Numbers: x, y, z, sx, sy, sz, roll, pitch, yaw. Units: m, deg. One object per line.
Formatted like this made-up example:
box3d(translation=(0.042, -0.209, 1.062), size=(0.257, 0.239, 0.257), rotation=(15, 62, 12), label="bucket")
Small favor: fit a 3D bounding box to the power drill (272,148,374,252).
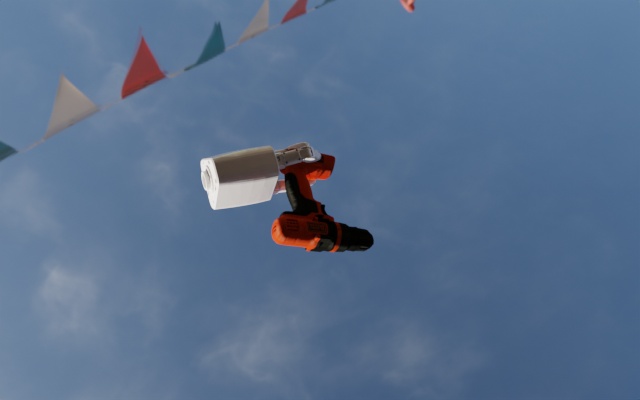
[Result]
box3d(translation=(0.000, 0.002, 0.841), size=(0.184, 0.187, 0.057), rotation=(9, -38, -26), label="power drill")
